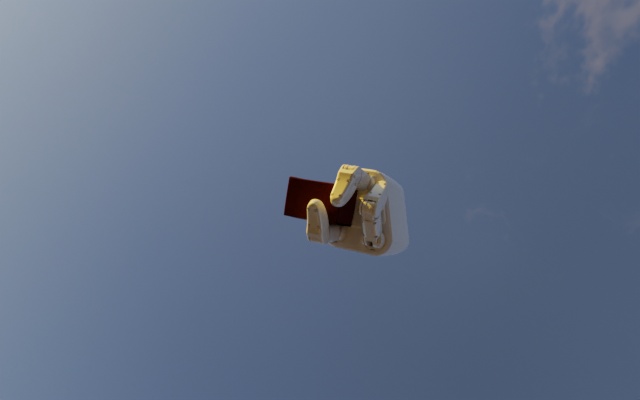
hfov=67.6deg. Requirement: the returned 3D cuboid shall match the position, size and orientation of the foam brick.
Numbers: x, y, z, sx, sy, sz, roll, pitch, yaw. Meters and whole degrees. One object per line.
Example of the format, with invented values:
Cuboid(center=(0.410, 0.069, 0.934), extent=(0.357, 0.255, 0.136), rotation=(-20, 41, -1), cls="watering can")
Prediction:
Cuboid(center=(0.000, 0.002, 0.621), extent=(0.078, 0.053, 0.051), rotation=(10, -1, 26), cls="foam brick")
